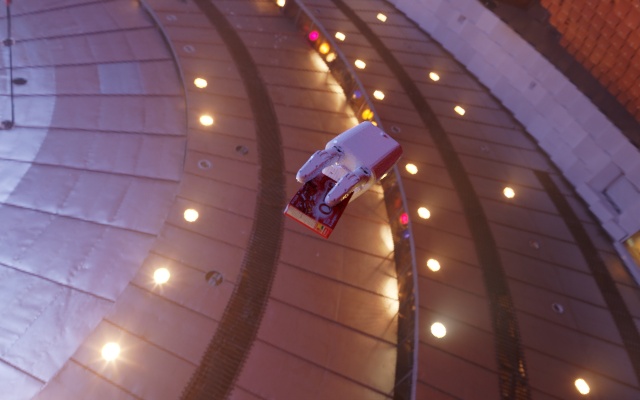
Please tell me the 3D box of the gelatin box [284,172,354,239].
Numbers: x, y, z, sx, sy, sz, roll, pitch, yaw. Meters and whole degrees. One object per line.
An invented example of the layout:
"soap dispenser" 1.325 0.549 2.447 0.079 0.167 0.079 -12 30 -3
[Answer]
"gelatin box" 0.000 0.003 0.699 0.073 0.089 0.030 31 -41 2
